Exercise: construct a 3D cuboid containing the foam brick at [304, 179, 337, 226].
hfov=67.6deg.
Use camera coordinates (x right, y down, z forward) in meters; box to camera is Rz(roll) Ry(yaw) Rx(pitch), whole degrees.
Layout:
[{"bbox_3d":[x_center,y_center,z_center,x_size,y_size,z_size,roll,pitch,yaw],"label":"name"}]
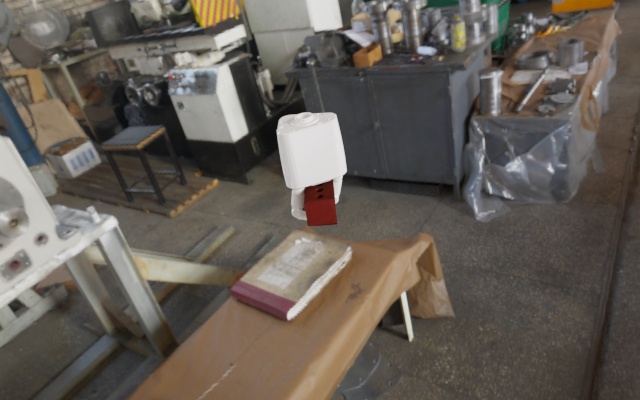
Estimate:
[{"bbox_3d":[0.000,0.003,0.845,0.053,0.051,0.078,-6,30,2],"label":"foam brick"}]
